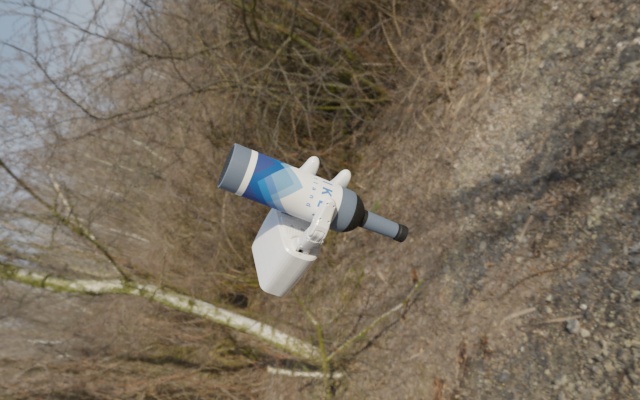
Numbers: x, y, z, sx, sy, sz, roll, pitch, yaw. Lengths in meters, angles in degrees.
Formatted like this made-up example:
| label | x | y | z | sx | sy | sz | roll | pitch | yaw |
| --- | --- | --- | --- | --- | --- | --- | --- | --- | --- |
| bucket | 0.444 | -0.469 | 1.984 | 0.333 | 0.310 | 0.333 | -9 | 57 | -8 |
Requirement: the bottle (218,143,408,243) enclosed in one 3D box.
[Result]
| label | x | y | z | sx | sy | sz | roll | pitch | yaw |
| --- | --- | --- | --- | --- | --- | --- | --- | --- | --- |
| bottle | 0.000 | 0.002 | 0.706 | 0.296 | 0.069 | 0.069 | 21 | -7 | -18 |
